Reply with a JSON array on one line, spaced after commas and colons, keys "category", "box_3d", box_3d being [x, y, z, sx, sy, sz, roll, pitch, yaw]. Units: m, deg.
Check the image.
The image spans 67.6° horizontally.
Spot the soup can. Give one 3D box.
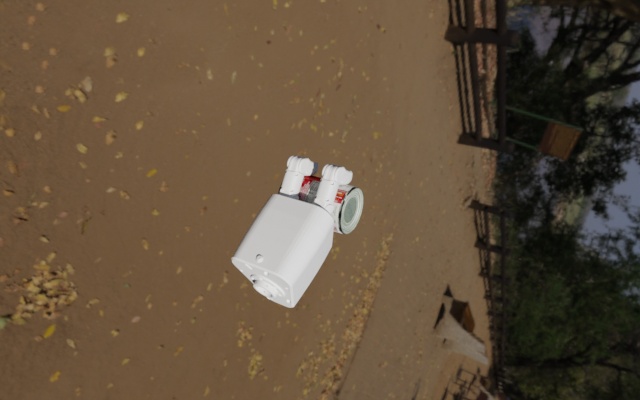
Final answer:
[{"category": "soup can", "box_3d": [0.001, 0.002, 0.669, 0.102, 0.068, 0.068, 16, 7, 28]}]
